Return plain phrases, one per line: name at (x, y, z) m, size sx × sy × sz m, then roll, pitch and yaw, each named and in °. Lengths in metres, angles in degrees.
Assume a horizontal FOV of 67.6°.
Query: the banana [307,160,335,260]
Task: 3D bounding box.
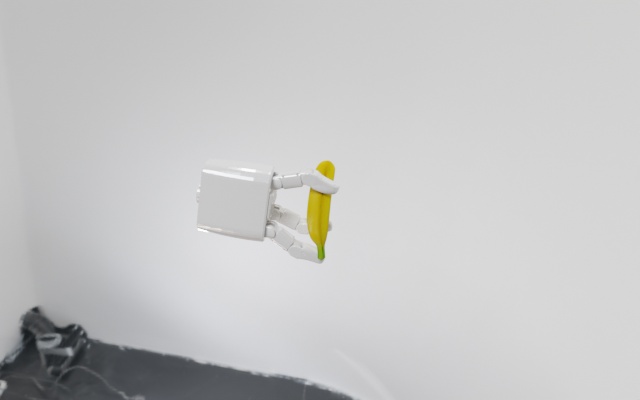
banana at (0.001, -0.006, 0.769) m, size 0.037 × 0.197 × 0.070 m, roll 6°, pitch -38°, yaw 2°
